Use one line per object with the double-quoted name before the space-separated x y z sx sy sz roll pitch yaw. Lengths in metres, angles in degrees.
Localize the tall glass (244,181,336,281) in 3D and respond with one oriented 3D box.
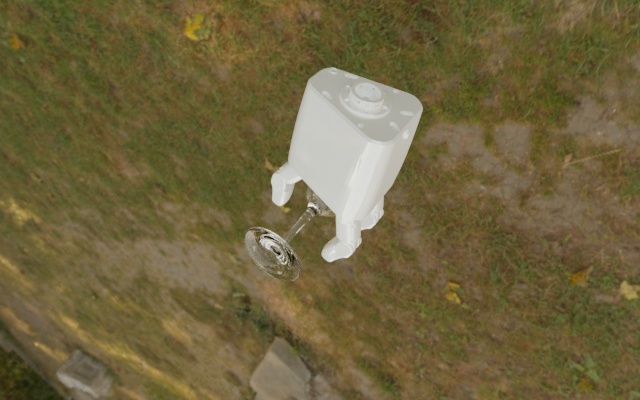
"tall glass" 0.000 0.002 0.573 0.079 0.079 0.201 0 35 40
